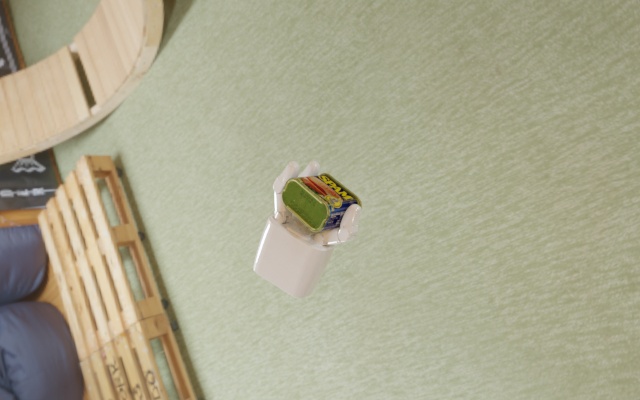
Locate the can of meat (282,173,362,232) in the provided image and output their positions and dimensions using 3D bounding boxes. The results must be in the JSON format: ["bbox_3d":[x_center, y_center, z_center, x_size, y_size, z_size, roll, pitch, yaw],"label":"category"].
[{"bbox_3d":[0.000,0.003,0.755,0.102,0.057,0.084,40,29,29],"label":"can of meat"}]
